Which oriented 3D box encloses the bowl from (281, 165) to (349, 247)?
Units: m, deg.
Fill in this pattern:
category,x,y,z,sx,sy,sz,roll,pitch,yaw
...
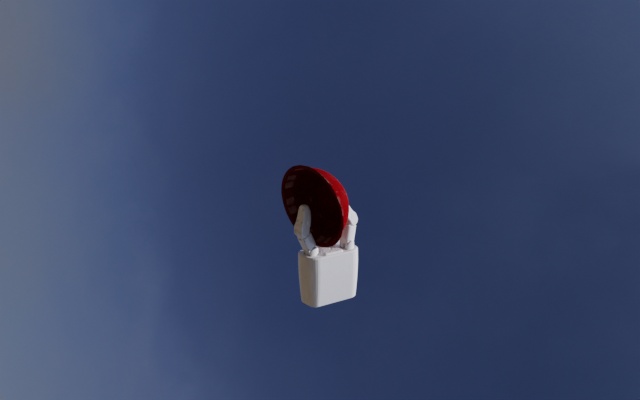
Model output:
category,x,y,z,sx,sy,sz,roll,pitch,yaw
bowl,0.001,0.002,0.880,0.055,0.162,0.162,-28,18,-37
